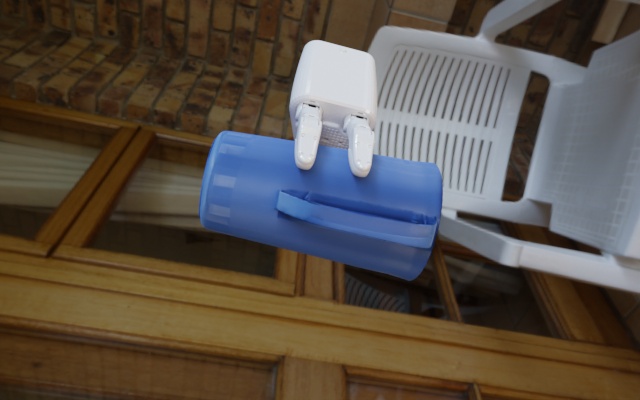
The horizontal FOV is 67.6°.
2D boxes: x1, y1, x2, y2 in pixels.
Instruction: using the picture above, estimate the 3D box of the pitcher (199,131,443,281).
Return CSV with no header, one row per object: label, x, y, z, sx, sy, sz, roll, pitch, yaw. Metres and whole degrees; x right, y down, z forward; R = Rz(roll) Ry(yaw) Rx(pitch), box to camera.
pitcher,0.000,0.002,0.511,0.243,0.145,0.149,11,-36,-6
